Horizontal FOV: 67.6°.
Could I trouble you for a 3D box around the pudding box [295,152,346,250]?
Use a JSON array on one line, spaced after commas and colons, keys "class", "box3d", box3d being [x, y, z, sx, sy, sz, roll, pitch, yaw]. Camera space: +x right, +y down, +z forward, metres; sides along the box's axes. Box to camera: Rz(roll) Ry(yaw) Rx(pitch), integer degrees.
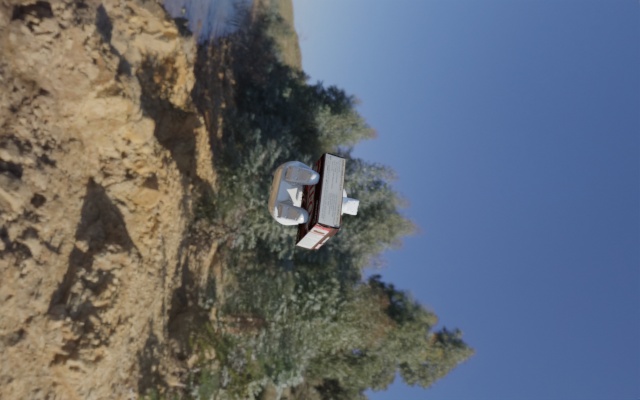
[{"class": "pudding box", "box3d": [0.000, 0.002, 0.671, 0.039, 0.113, 0.090, 12, -27, -16]}]
